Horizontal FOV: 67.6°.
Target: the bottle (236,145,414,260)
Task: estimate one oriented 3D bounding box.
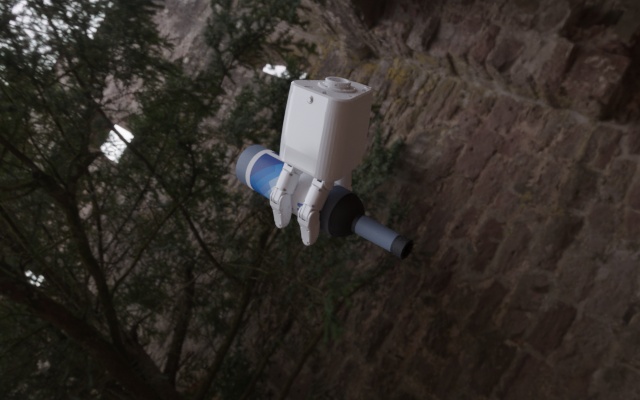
[{"bbox_3d":[0.000,0.002,0.670,0.295,0.069,0.069,29,17,33],"label":"bottle"}]
